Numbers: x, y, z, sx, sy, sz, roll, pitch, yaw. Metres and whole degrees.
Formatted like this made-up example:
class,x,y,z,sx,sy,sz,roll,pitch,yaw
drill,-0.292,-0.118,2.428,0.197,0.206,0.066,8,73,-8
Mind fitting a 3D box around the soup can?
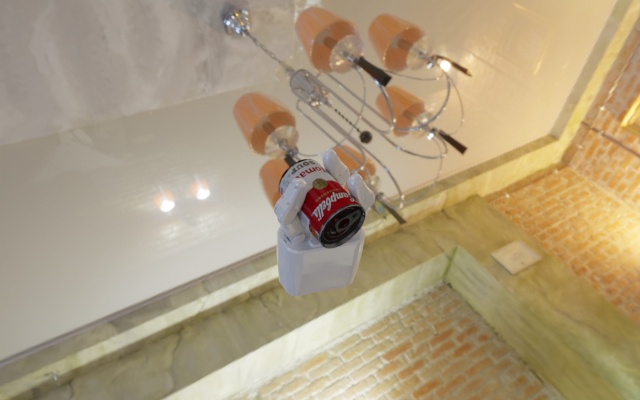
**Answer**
class,x,y,z,sx,sy,sz,roll,pitch,yaw
soup can,0.000,0.001,0.604,0.068,0.068,0.102,0,37,-43
